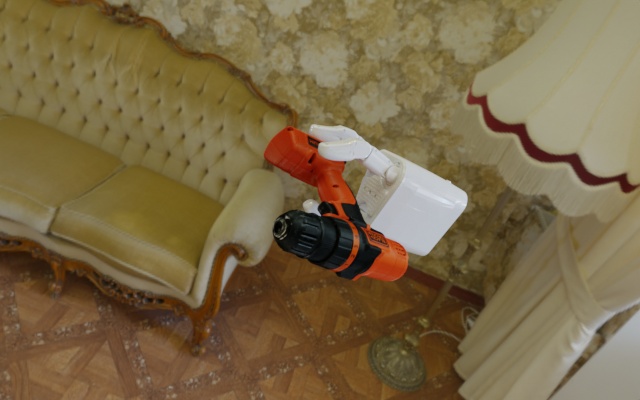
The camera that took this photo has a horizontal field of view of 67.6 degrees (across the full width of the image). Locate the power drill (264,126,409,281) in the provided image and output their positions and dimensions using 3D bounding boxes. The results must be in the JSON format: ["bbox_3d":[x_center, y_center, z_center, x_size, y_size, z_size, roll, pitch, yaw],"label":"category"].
[{"bbox_3d":[0.000,0.001,0.526,0.057,0.187,0.184,-44,-42,21],"label":"power drill"}]
